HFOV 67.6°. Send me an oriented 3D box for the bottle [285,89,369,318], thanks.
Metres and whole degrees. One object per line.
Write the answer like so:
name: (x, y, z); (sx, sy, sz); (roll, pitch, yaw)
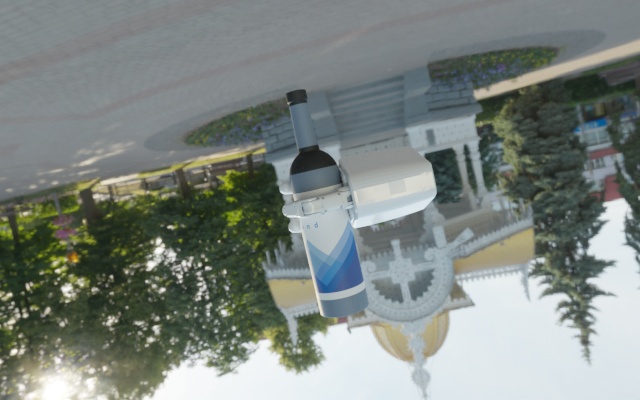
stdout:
bottle: (0.000, 0.002, 0.630); (0.069, 0.296, 0.069); (-13, 4, 1)
